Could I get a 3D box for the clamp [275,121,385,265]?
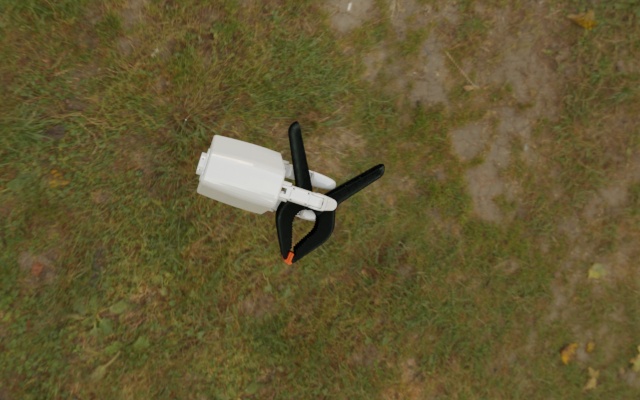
[{"bbox_3d":[0.000,0.003,0.737,0.164,0.210,0.036,17,4,-14],"label":"clamp"}]
